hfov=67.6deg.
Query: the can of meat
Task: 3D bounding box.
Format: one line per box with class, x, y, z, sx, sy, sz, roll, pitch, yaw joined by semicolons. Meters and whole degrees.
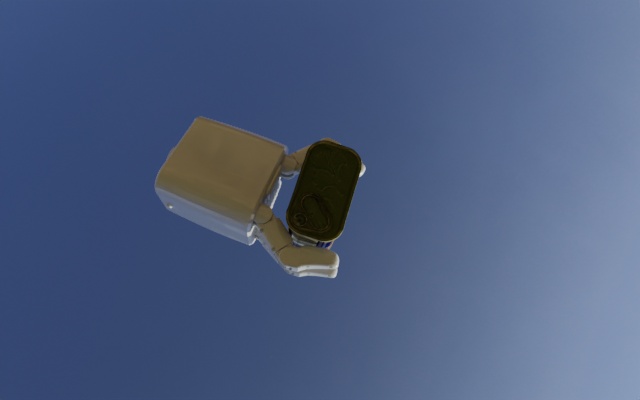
can of meat;0.000;0.002;0.503;0.057;0.102;0.084;18;-19;0
